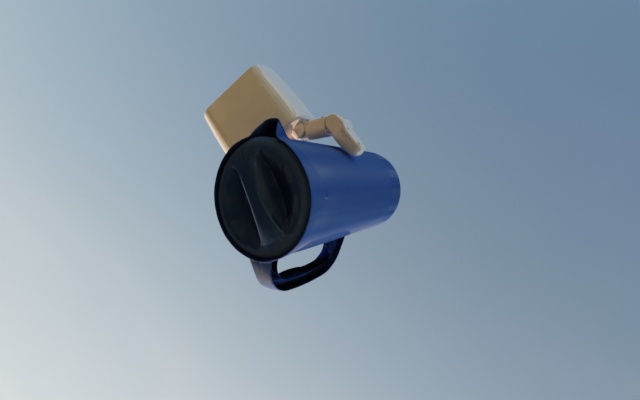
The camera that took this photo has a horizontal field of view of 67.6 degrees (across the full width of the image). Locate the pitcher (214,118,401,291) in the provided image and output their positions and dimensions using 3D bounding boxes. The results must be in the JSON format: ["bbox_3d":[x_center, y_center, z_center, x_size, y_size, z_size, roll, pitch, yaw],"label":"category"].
[{"bbox_3d":[0.000,0.002,0.586,0.149,0.145,0.243,-48,-23,27],"label":"pitcher"}]
